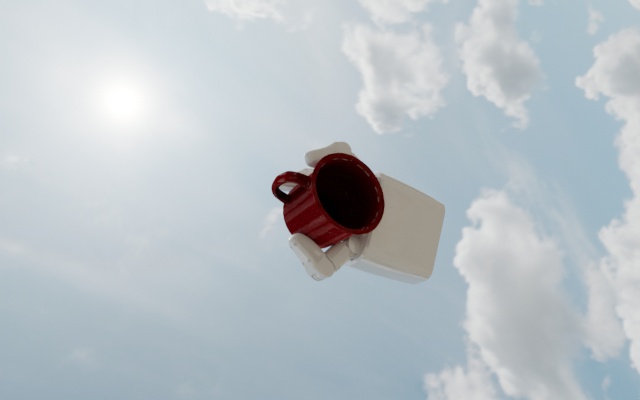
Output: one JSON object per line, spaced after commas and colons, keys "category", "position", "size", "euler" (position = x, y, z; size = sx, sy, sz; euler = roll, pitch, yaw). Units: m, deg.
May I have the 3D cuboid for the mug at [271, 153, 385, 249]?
{"category": "mug", "position": [-0.001, 0.001, 0.527], "size": [0.117, 0.093, 0.081], "euler": [21, -31, -25]}
